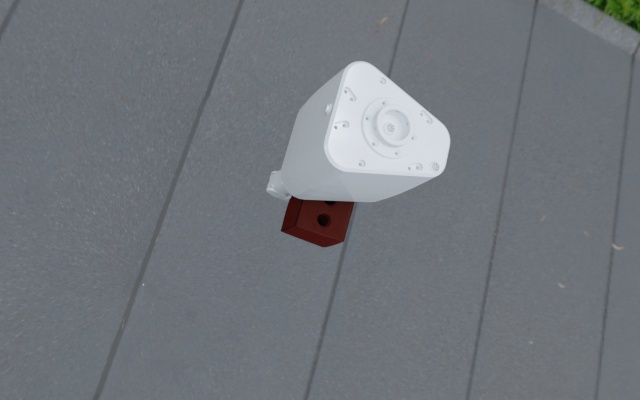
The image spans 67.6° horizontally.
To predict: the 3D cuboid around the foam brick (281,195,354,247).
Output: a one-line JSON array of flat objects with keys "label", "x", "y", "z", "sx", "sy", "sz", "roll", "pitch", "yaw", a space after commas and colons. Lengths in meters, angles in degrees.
[{"label": "foam brick", "x": 0.000, "y": 0.002, "z": 0.482, "sx": 0.053, "sy": 0.078, "sz": 0.051, "roll": 20, "pitch": -15, "yaw": -18}]
